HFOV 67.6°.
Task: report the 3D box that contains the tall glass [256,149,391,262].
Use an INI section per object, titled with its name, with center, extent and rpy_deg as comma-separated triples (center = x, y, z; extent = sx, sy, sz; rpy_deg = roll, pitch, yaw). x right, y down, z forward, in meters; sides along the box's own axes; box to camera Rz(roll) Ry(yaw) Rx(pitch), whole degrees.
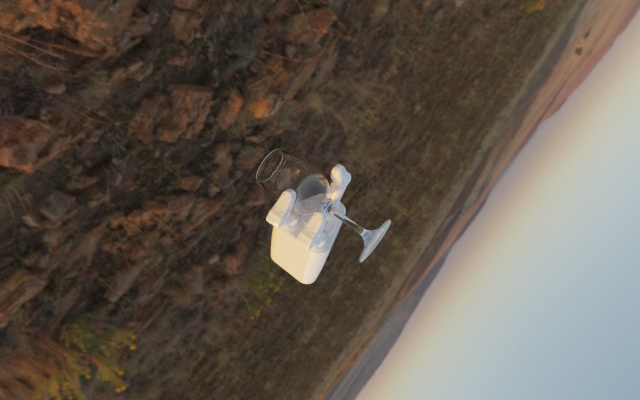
[tall glass]
center = 0.001, 0.003, 0.703
extent = 0.201, 0.079, 0.079
rpy_deg = 36, 11, 15
